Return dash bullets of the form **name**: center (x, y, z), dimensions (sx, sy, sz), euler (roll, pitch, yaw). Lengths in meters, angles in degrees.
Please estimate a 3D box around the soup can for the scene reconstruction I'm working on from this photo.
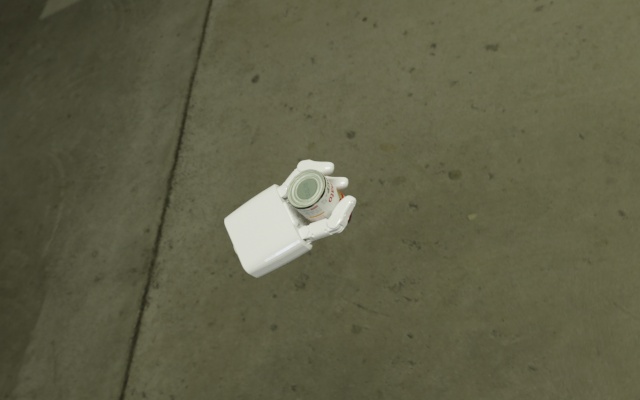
- **soup can**: center (0.000, 0.002, 0.751), dimensions (0.068, 0.068, 0.102), euler (0, -25, 30)
